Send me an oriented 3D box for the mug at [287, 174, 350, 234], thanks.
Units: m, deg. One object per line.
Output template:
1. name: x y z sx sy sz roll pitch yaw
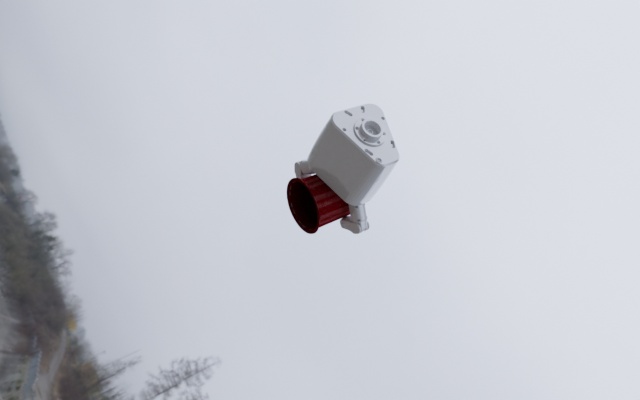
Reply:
1. mug: 0.000 0.003 0.777 0.081 0.093 0.117 -21 -19 -30
